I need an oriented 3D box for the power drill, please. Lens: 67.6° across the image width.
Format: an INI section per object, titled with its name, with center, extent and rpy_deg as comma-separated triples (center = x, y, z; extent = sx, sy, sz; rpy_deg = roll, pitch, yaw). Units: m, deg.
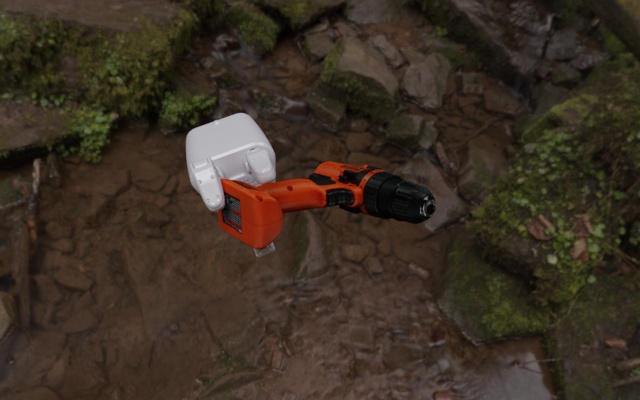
[power drill]
center = 0.000, 0.002, 0.504
extent = 0.187, 0.057, 0.184
rpy_deg = -10, 15, -34
